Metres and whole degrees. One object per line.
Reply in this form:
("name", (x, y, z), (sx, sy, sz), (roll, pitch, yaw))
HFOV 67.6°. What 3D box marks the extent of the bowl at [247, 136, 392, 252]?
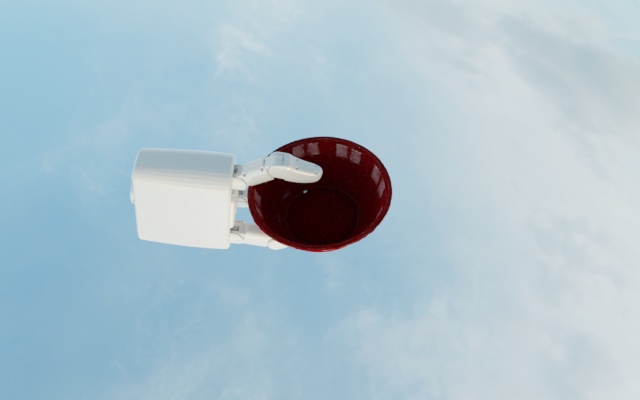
("bowl", (0.001, 0.002, 0.550), (0.162, 0.162, 0.055), (0, -37, 5))
